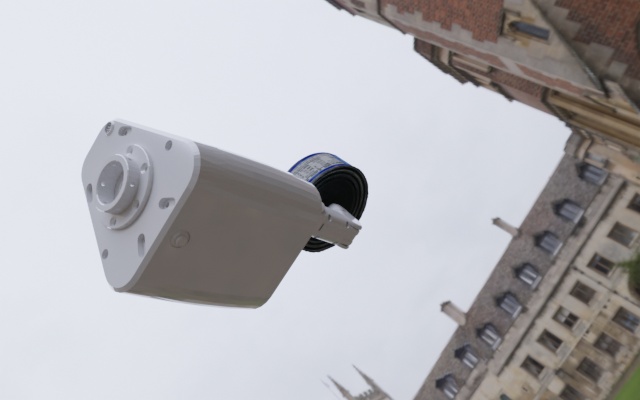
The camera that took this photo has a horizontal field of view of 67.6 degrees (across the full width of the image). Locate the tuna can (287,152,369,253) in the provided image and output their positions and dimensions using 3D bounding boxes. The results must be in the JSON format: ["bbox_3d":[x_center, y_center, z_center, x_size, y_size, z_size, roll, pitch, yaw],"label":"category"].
[{"bbox_3d":[0.000,0.001,0.423,0.086,0.086,0.033,0,28,-44],"label":"tuna can"}]
